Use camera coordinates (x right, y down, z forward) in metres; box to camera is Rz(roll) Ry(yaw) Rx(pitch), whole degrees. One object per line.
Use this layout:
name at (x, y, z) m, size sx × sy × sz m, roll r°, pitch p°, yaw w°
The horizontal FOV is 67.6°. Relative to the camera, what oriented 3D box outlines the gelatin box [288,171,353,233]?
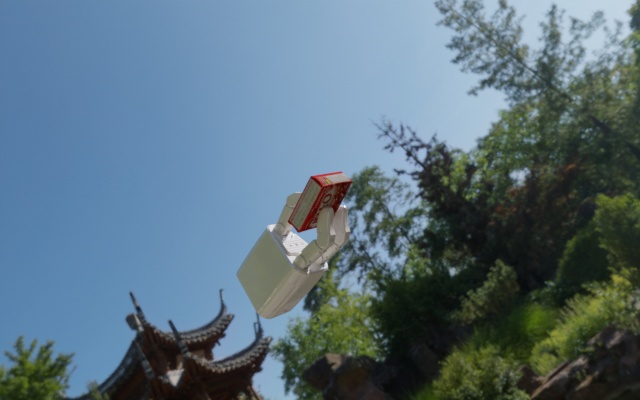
gelatin box at (0.000, 0.002, 0.710) m, size 0.030 × 0.089 × 0.073 m, roll 43°, pitch 32°, yaw 26°
